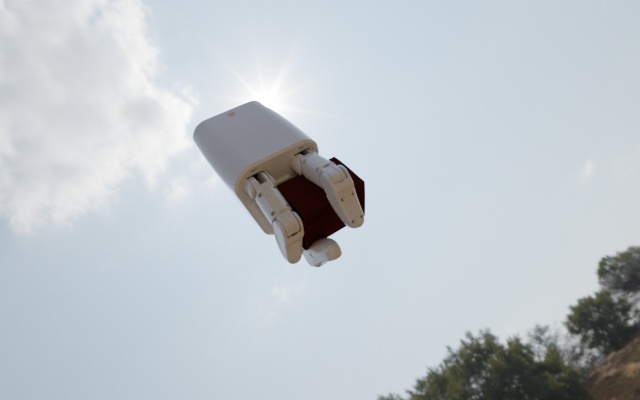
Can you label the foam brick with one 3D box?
[{"bbox_3d":[0.000,0.002,0.484,0.078,0.053,0.051,-28,51,-23],"label":"foam brick"}]
